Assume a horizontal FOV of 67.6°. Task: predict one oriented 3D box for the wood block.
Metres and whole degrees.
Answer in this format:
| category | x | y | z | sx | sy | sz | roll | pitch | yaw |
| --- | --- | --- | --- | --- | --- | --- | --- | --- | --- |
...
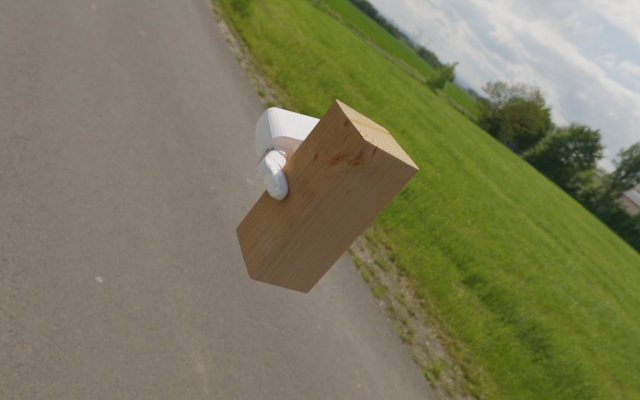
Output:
| category | x | y | z | sx | sy | sz | roll | pitch | yaw |
| --- | --- | --- | --- | --- | --- | --- | --- | --- | --- |
| wood block | 0.000 | 0.001 | 0.556 | 0.091 | 0.206 | 0.090 | 23 | 26 | -37 |
